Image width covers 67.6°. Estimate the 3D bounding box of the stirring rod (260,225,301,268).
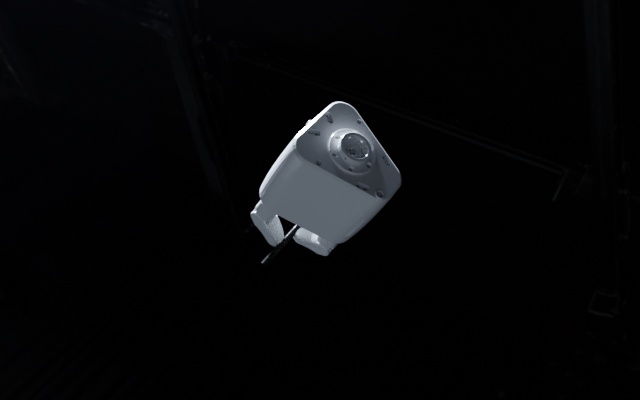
[{"bbox_3d":[0.000,0.002,0.627,0.011,0.011,0.239,0,38,46],"label":"stirring rod"}]
